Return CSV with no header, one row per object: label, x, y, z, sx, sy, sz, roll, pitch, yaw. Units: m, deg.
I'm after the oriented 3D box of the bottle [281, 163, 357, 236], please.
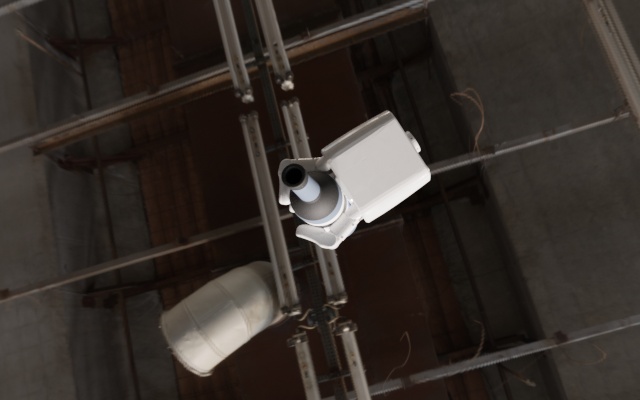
bottle,0.000,0.002,0.648,0.069,0.069,0.296,0,-11,12
